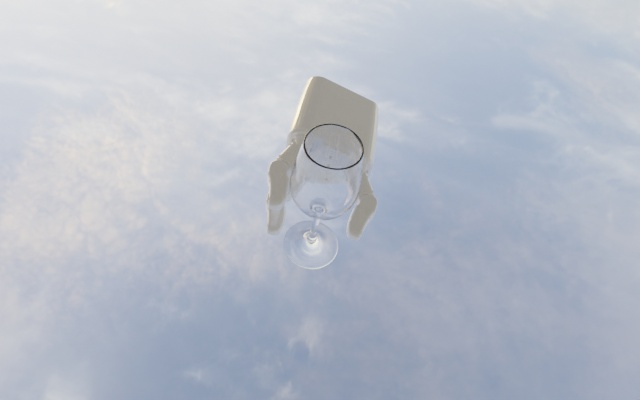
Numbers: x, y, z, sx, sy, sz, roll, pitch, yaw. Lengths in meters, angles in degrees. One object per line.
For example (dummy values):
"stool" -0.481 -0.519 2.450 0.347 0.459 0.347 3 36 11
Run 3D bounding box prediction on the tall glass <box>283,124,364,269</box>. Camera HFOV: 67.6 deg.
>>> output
"tall glass" 0.000 0.002 0.557 0.079 0.079 0.201 0 -34 -9
